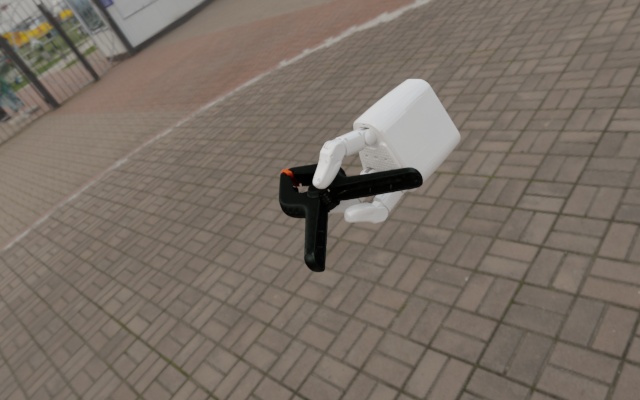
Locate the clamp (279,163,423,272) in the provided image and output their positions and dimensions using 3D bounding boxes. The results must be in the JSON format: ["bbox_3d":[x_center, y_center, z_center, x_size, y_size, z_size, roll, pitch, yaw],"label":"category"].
[{"bbox_3d":[0.000,0.001,0.586,0.164,0.036,0.210,-43,33,-21],"label":"clamp"}]
